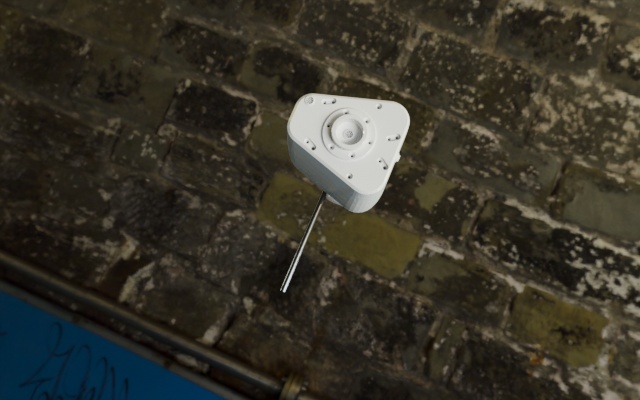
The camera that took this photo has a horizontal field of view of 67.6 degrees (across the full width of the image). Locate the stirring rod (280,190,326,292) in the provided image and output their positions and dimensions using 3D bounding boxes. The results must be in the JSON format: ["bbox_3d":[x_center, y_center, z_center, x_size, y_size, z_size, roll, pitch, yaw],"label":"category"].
[{"bbox_3d":[0.000,0.002,0.604,0.011,0.239,0.011,23,-8,3],"label":"stirring rod"}]
